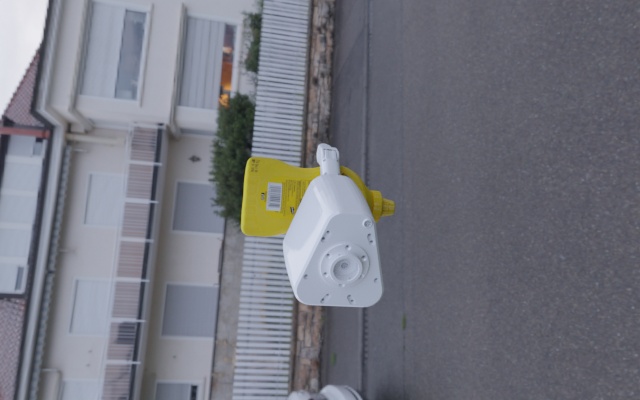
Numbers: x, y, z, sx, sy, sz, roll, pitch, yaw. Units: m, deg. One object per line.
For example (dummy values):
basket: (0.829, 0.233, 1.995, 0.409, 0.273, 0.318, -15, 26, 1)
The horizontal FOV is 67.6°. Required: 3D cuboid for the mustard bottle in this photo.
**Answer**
mustard bottle: (0.000, 0.002, 0.598, 0.191, 0.096, 0.058, 5, -5, -10)
